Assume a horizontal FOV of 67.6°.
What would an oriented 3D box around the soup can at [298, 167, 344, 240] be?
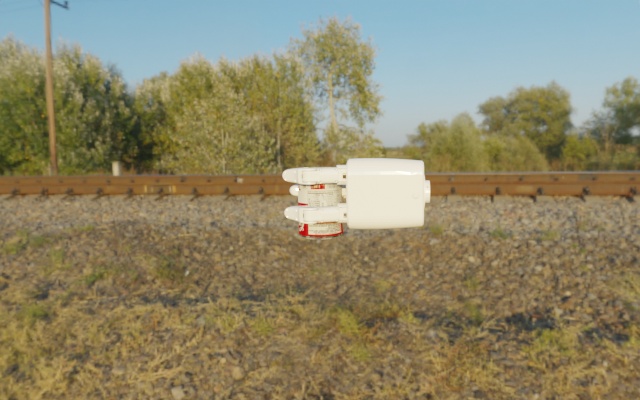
[{"bbox_3d":[0.000,0.002,0.714,0.068,0.102,0.068,-1,7,0],"label":"soup can"}]
